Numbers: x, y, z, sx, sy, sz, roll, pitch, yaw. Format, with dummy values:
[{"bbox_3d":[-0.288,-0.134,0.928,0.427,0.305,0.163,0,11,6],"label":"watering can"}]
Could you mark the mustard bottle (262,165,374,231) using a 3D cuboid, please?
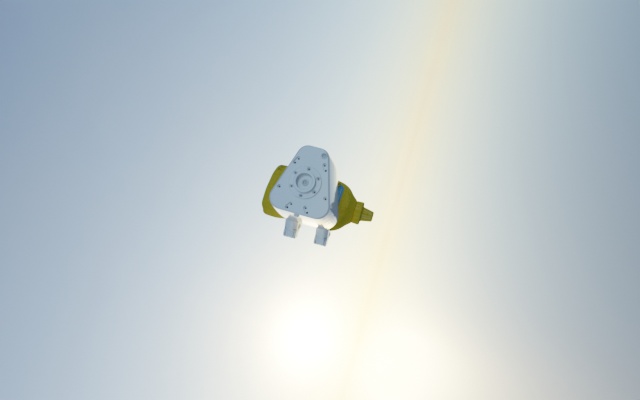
[{"bbox_3d":[0.000,0.003,0.846,0.191,0.096,0.058,15,-32,9],"label":"mustard bottle"}]
